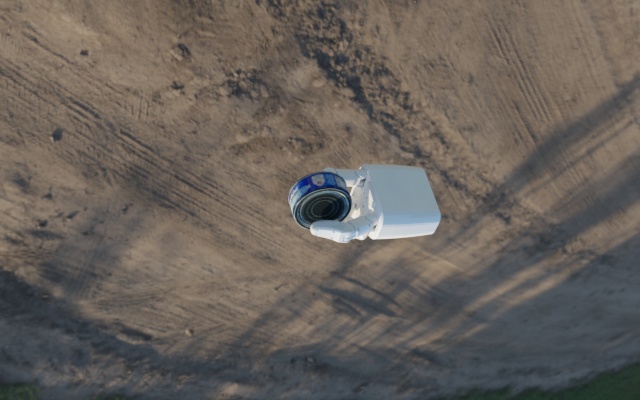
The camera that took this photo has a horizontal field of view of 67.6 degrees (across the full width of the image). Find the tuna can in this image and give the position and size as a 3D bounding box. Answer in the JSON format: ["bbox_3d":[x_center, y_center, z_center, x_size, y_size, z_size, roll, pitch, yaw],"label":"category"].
[{"bbox_3d":[0.000,0.003,0.665,0.086,0.086,0.033,0,44,-18],"label":"tuna can"}]
